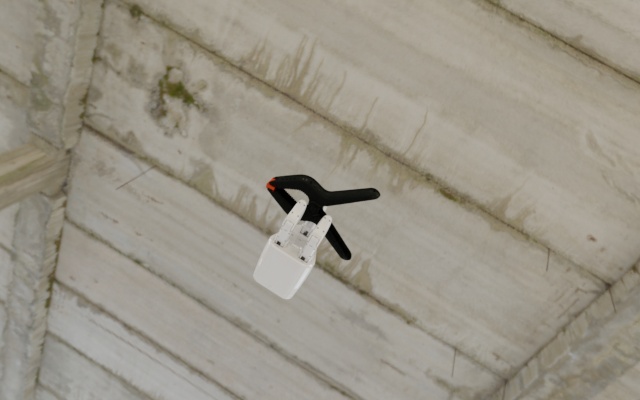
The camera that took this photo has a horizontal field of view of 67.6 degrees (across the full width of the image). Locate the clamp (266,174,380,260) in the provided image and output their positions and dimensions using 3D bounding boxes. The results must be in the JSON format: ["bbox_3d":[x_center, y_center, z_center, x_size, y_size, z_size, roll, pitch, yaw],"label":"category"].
[{"bbox_3d":[0.000,0.002,0.891,0.210,0.165,0.036,32,32,4],"label":"clamp"}]
